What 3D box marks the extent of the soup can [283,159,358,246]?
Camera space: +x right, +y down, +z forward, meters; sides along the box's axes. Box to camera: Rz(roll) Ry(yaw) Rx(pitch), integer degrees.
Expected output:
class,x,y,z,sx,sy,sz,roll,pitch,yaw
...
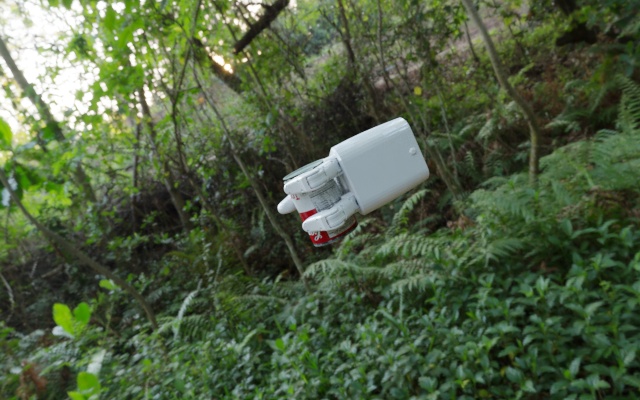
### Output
class,x,y,z,sx,sy,sz,roll,pitch,yaw
soup can,0.000,0.002,0.653,0.068,0.102,0.068,-25,10,5
